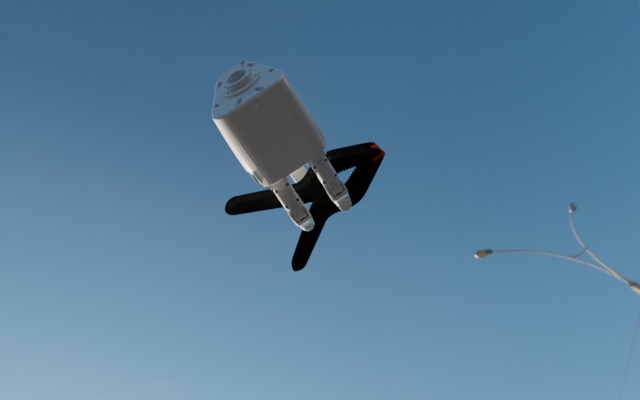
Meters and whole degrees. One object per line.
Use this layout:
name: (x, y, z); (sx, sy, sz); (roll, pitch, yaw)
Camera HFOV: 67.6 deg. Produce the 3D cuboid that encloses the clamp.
clamp: (0.000, 0.001, 0.641); (0.210, 0.165, 0.036); (-34, 42, 0)
